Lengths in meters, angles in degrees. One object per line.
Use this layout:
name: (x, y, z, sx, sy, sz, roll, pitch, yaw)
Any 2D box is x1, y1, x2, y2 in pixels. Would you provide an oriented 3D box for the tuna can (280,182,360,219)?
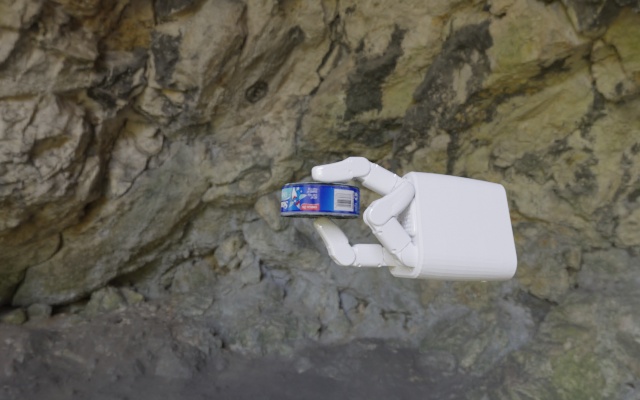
tuna can: (0.000, 0.001, 0.516, 0.086, 0.033, 0.086, 1, -5, 0)
